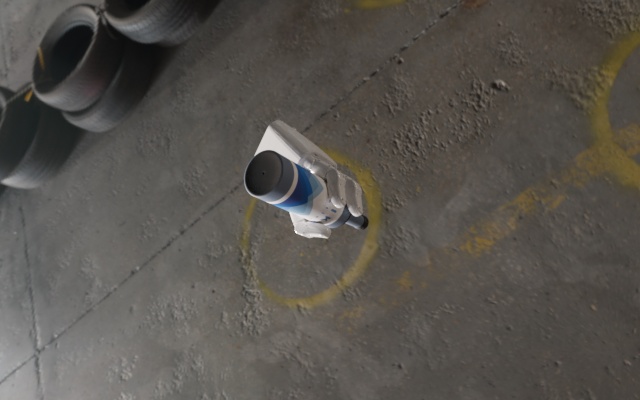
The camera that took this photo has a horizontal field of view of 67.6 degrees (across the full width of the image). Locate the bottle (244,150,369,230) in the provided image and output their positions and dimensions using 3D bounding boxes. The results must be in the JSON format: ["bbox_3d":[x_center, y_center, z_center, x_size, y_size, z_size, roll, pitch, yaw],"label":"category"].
[{"bbox_3d":[0.000,0.002,0.751,0.069,0.069,0.296,0,-15,32],"label":"bottle"}]
